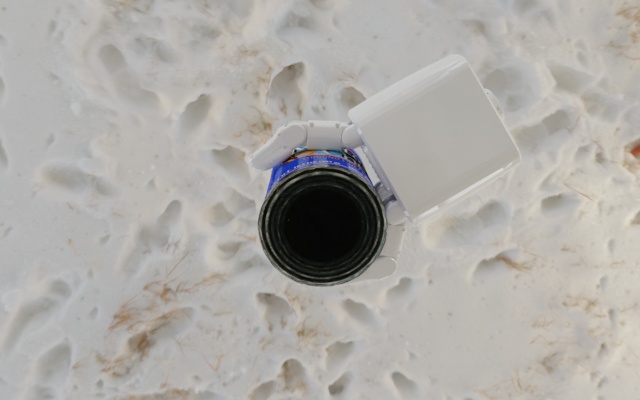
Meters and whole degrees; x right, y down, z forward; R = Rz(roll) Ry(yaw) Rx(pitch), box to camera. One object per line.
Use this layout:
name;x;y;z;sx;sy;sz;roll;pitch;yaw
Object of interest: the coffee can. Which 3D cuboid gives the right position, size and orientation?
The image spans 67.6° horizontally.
coffee can;0.000;0.001;0.440;0.103;0.103;0.140;0;17;-2
